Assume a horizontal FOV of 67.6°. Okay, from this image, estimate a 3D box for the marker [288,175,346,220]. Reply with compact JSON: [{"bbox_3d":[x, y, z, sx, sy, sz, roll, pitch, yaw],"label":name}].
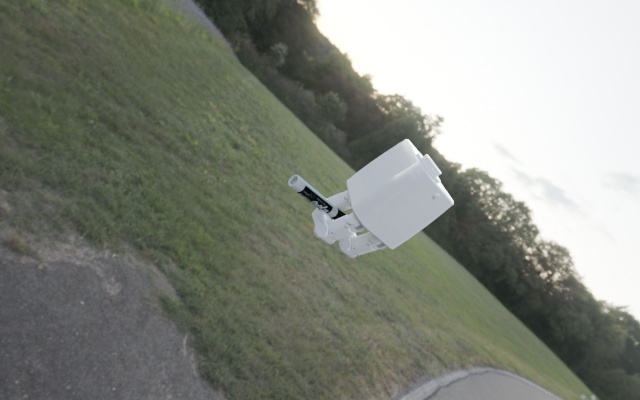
[{"bbox_3d":[0.000,0.002,0.669,0.020,0.020,0.121,0,-29,43],"label":"marker"}]
